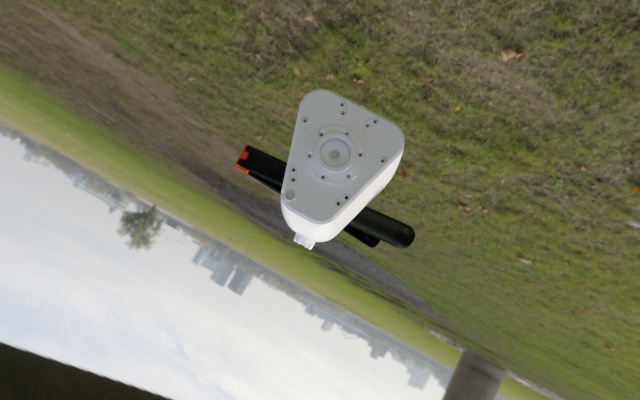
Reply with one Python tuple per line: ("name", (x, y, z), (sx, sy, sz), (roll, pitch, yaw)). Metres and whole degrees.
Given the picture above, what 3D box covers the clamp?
("clamp", (-0.001, 0.002, 0.553), (0.210, 0.036, 0.164), (28, -8, 4))
